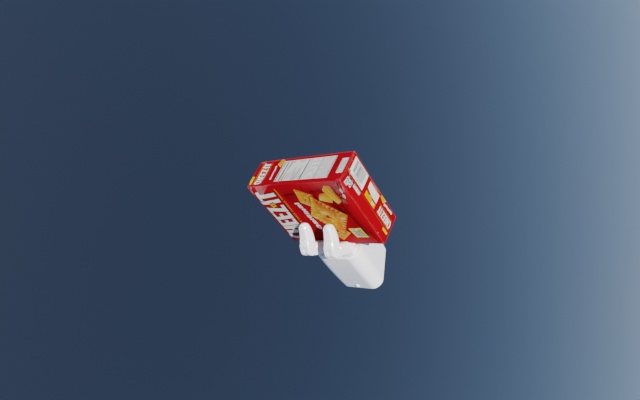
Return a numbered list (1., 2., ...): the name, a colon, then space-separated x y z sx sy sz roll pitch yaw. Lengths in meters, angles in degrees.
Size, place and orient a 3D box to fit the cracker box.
1. cracker box: 0.000 0.003 0.843 0.213 0.072 0.164 -3 -43 39
